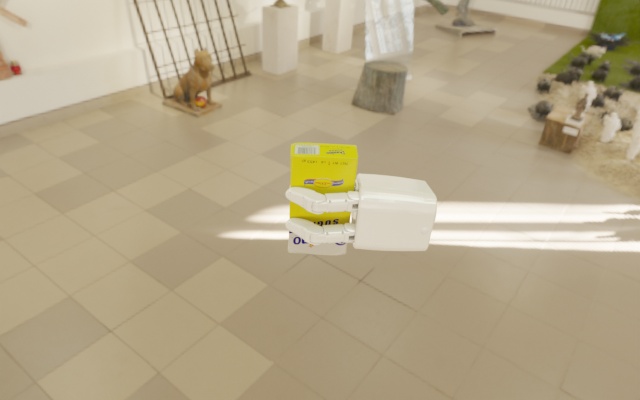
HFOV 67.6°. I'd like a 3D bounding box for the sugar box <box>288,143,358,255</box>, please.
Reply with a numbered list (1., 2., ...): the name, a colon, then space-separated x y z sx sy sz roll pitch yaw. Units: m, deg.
1. sugar box: 0.000 0.003 0.702 0.093 0.176 0.048 3 33 -1
